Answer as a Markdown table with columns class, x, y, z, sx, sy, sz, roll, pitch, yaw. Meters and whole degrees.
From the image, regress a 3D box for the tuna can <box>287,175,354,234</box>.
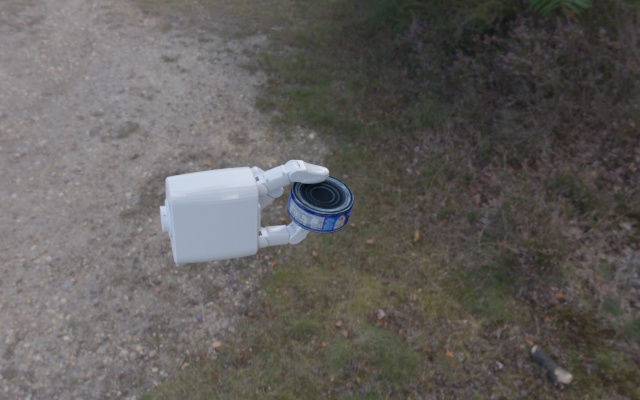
| class | x | y | z | sx | sy | sz | roll | pitch | yaw |
| --- | --- | --- | --- | --- | --- | --- | --- | --- | --- |
| tuna can | 0.000 | 0.002 | 0.630 | 0.086 | 0.034 | 0.086 | 9 | 39 | -7 |
